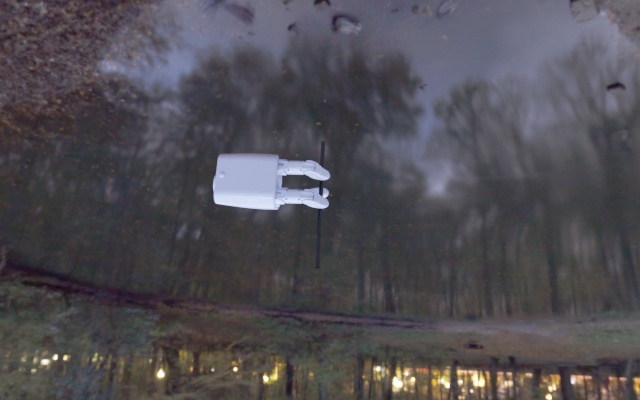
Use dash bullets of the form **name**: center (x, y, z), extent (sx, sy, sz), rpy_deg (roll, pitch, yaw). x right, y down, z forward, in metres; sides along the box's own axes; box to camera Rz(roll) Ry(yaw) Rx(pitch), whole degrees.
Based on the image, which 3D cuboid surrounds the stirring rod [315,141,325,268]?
- **stirring rod**: center (0.000, 0.003, 0.864), extent (0.011, 0.239, 0.011), rpy_deg (2, -19, 1)
